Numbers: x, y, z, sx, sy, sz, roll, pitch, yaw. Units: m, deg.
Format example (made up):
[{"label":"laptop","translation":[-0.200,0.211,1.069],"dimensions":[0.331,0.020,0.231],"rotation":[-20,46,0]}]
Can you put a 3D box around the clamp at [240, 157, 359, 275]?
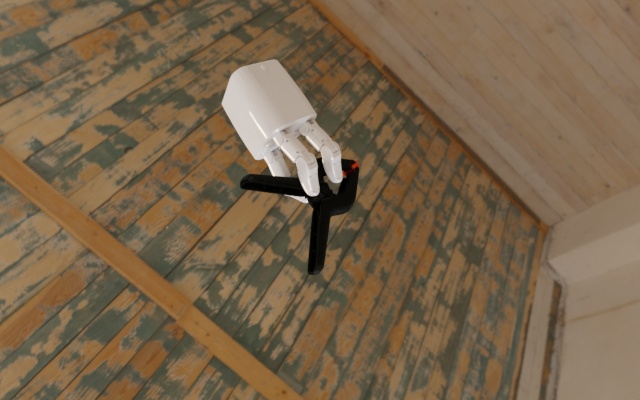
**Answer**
[{"label":"clamp","translation":[0.000,0.002,0.705],"dimensions":[0.210,0.164,0.036],"rotation":[-30,-3,-44]}]
